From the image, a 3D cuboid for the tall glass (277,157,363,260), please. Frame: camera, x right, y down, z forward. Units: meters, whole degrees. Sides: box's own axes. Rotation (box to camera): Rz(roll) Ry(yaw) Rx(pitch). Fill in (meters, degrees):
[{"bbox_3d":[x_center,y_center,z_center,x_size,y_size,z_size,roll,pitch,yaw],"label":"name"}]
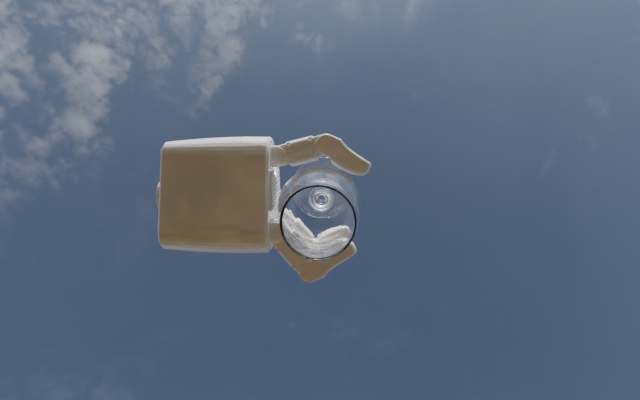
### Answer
[{"bbox_3d":[0.000,0.001,0.476,0.079,0.079,0.201,0,10,1],"label":"tall glass"}]
